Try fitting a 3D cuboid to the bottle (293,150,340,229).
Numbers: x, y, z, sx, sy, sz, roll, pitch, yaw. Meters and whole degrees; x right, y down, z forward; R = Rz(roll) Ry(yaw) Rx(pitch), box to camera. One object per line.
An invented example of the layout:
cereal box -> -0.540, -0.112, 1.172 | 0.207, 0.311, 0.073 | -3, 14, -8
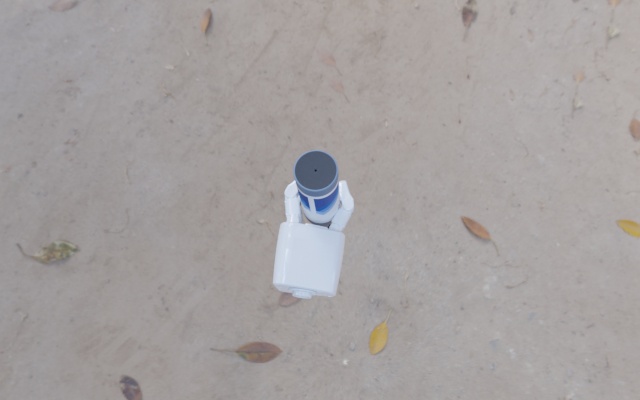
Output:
bottle -> 0.000, 0.003, 0.839 | 0.069, 0.069, 0.296 | 0, -19, 3
